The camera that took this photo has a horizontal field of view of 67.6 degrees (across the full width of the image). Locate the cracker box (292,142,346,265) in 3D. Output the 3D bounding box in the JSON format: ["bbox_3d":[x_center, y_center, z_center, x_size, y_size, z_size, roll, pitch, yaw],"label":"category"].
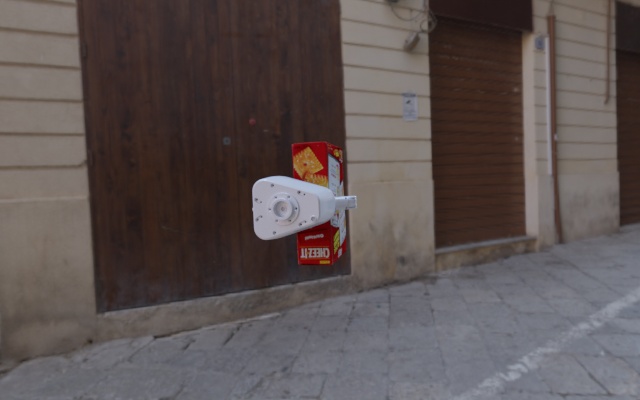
[{"bbox_3d":[0.000,0.003,0.899,0.072,0.213,0.164,-2,2,12],"label":"cracker box"}]
